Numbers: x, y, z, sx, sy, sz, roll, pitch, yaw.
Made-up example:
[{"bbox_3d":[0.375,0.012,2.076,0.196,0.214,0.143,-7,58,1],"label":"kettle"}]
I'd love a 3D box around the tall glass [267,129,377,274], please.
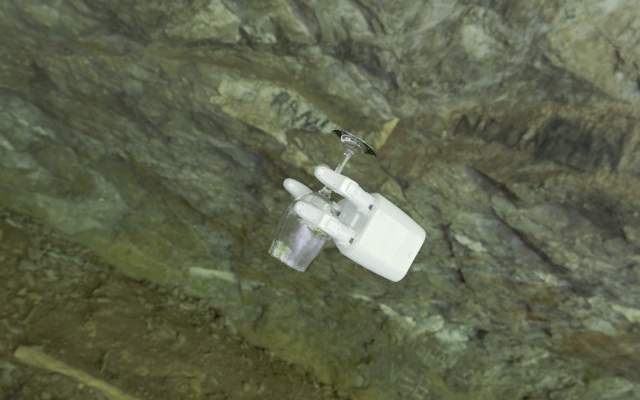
[{"bbox_3d":[0.000,0.002,0.681,0.079,0.201,0.079,30,-6,4],"label":"tall glass"}]
